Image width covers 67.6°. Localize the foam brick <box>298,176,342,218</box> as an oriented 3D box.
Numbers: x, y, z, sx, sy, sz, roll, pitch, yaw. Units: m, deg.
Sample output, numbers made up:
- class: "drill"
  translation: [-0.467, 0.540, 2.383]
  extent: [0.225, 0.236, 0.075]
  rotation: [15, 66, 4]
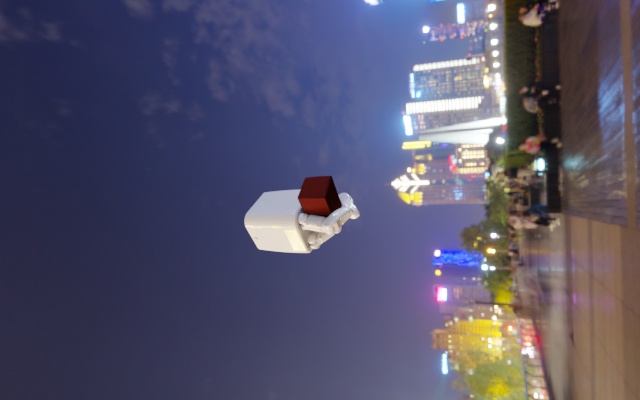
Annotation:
- class: "foam brick"
  translation: [0.000, 0.002, 0.831]
  extent: [0.051, 0.053, 0.078]
  rotation: [0, -43, 22]
